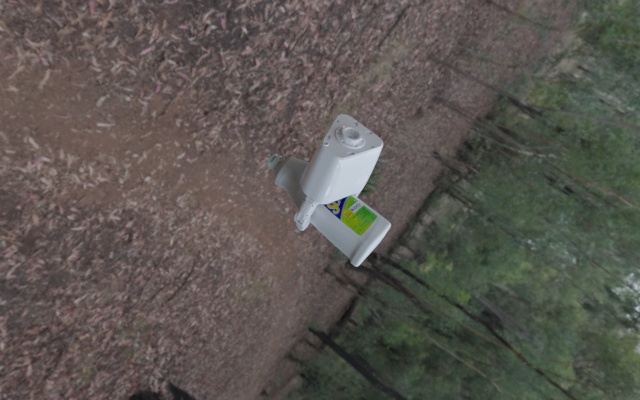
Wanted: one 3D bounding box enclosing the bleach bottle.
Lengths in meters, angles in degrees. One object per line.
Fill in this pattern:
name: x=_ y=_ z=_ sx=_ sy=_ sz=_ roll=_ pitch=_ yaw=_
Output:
bleach bottle: x=0.000 y=0.003 z=0.865 sx=0.251 sy=0.068 sz=0.102 roll=38 pitch=48 yaw=13
